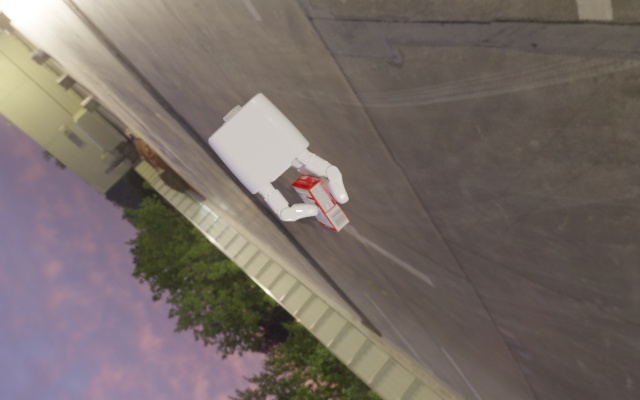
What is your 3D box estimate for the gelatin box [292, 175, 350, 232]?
[{"bbox_3d":[0.000,0.003,0.761,0.030,0.089,0.073,-40,20,-13],"label":"gelatin box"}]
